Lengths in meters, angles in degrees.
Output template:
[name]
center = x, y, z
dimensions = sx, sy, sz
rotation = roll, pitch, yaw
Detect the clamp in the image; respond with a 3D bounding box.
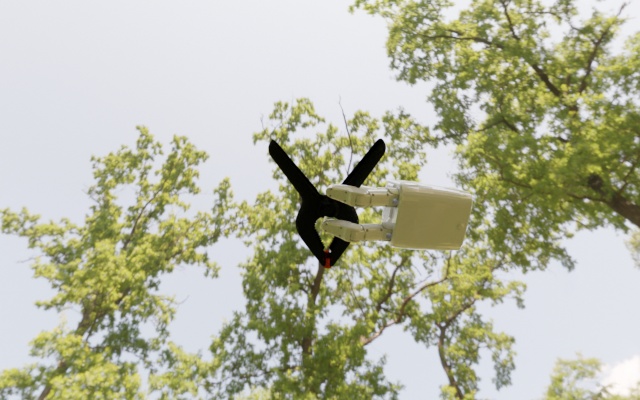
[clamp]
center = 0.000, 0.002, 0.705
dimensions = 0.164, 0.210, 0.036
rotation = 6, 23, -3
